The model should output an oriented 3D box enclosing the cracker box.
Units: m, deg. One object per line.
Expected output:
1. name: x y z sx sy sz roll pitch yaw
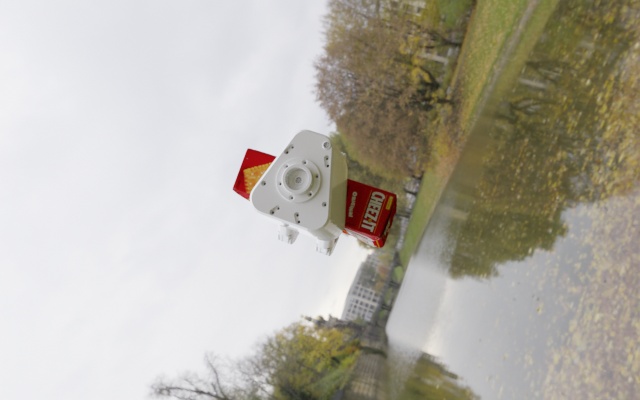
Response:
1. cracker box: 0.000 0.002 0.703 0.213 0.072 0.164 19 -5 11
